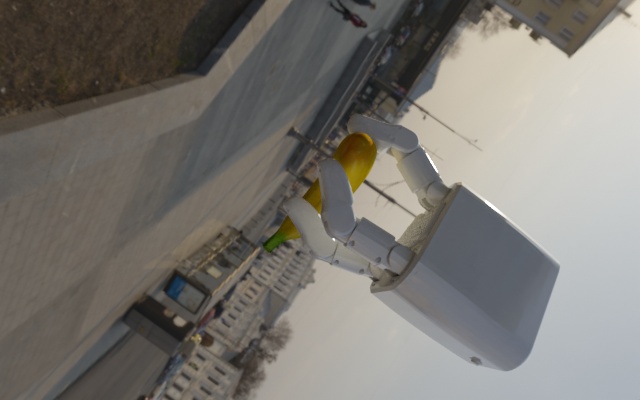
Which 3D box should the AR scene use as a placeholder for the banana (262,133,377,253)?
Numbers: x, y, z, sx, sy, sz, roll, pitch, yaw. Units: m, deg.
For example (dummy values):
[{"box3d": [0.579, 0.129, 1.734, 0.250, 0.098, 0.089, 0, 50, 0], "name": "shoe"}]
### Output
[{"box3d": [0.008, -0.008, 0.435, 0.069, 0.037, 0.198, -49, -1, -40], "name": "banana"}]
